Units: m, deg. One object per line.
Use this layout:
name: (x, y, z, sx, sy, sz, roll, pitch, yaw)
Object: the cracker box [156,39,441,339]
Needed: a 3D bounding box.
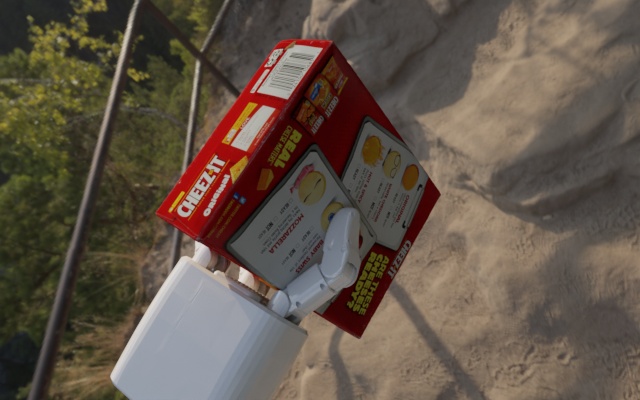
cracker box: (0.000, 0.001, 0.402, 0.072, 0.164, 0.214, 22, -15, 43)
